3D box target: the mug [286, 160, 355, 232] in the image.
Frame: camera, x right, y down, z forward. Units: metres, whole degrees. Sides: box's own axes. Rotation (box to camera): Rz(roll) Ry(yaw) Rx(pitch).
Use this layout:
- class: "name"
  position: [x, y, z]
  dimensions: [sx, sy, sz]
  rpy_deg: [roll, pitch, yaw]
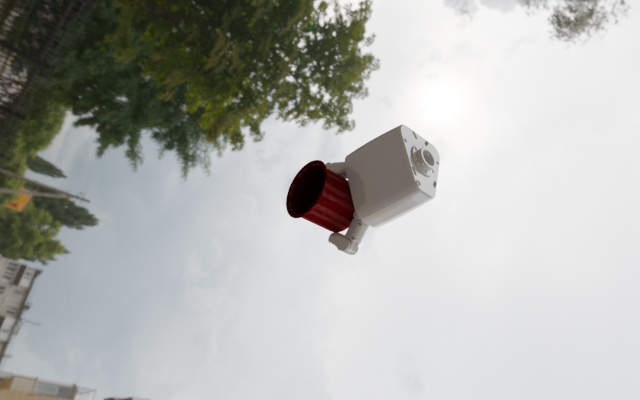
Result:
- class: "mug"
  position: [-0.001, 0.003, 0.724]
  dimensions: [0.081, 0.093, 0.117]
  rpy_deg: [27, -39, -33]
